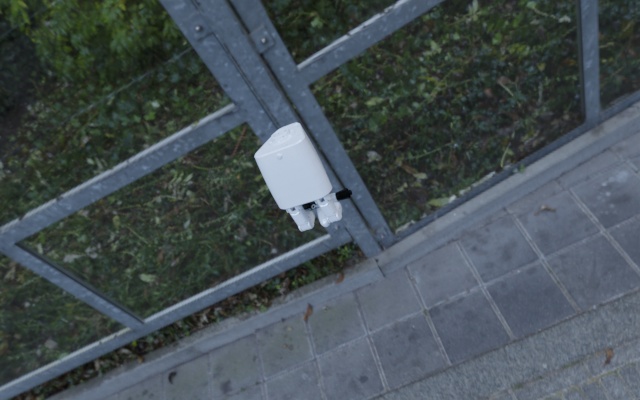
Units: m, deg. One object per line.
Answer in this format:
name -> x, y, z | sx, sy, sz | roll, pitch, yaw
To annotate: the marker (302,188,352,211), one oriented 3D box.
marker -> 0.000, 0.003, 0.869 | 0.121, 0.020, 0.020 | -18, -6, 17
